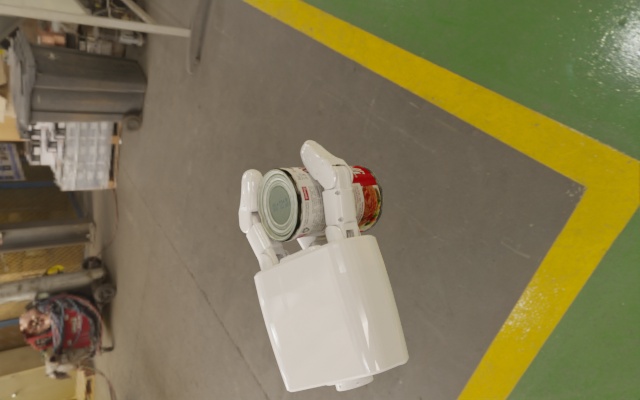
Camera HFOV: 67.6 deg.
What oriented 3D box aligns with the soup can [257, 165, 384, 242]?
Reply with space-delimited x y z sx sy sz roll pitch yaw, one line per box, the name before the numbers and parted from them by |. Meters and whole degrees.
soup can | 0.000 0.001 0.453 0.102 0.068 0.068 -5 3 -39
